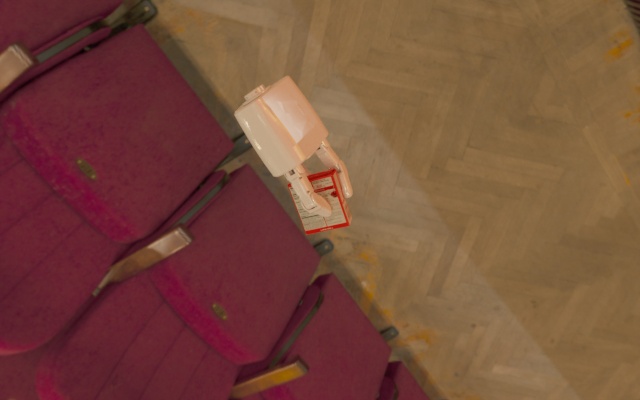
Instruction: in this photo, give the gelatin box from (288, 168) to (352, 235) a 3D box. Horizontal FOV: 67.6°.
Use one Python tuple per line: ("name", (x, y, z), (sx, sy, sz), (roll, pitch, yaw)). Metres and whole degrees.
("gelatin box", (0.000, 0.003, 0.729), (0.073, 0.089, 0.030), (-13, 19, 19))
